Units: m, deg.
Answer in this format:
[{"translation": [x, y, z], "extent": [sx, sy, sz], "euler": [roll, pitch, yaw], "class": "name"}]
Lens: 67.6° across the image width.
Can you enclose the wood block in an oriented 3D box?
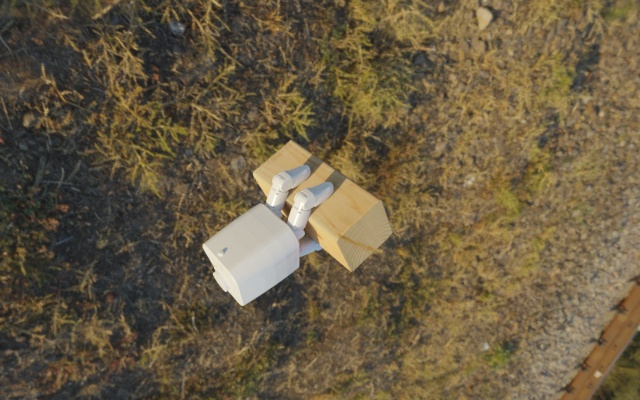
[{"translation": [0.000, 0.003, 0.737], "extent": [0.206, 0.090, 0.091], "euler": [38, -17, 38], "class": "wood block"}]
